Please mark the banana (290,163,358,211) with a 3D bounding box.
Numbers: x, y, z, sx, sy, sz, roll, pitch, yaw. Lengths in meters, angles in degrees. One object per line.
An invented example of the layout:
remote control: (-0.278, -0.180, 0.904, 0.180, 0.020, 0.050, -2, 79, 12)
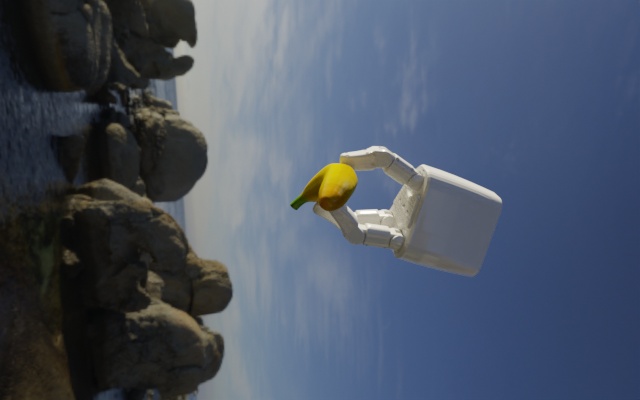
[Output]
banana: (0.011, -0.013, 0.536, 0.037, 0.069, 0.198, 38, -8, -7)
